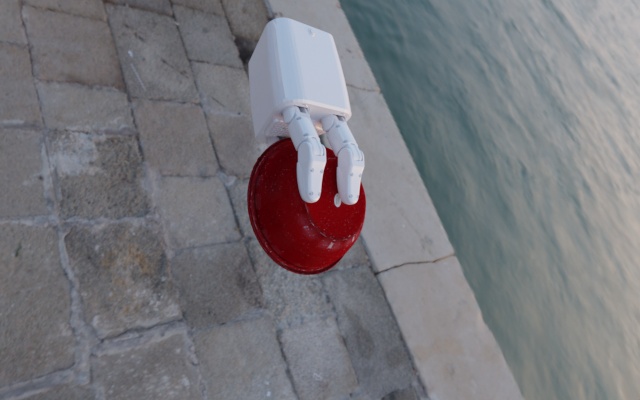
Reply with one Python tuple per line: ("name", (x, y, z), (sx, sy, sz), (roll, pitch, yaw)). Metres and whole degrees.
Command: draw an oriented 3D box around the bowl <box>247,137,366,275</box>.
("bowl", (0.001, 0.003, 0.535), (0.162, 0.162, 0.055), (0, -8, -41))
